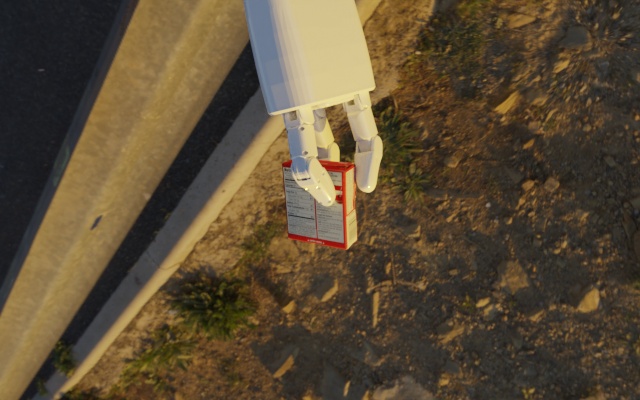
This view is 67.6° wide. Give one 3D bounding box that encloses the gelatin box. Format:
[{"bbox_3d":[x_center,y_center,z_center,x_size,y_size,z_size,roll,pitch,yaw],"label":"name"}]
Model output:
[{"bbox_3d":[0.000,0.002,0.504,0.073,0.089,0.030,8,22,27],"label":"gelatin box"}]
